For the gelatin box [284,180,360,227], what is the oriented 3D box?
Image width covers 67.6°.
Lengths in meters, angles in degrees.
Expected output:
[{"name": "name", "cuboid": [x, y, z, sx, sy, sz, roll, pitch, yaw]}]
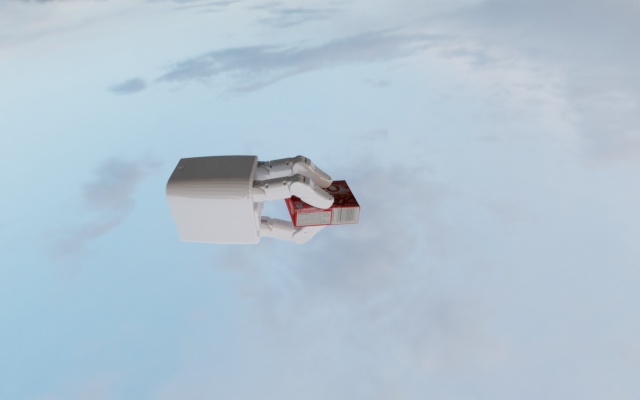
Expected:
[{"name": "gelatin box", "cuboid": [0.000, 0.002, 0.636, 0.089, 0.030, 0.073, -3, 31, -14]}]
